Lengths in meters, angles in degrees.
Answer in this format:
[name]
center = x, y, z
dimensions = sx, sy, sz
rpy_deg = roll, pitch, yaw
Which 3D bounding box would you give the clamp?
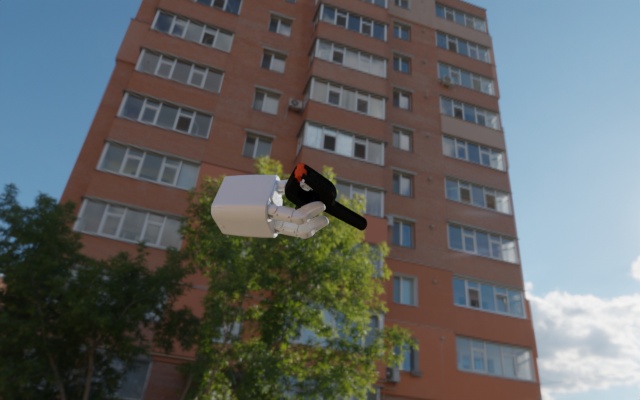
[clamp]
center = 0.000, 0.002, 0.879
dimensions = 0.164, 0.036, 0.210
rpy_deg = 2, -31, 10
